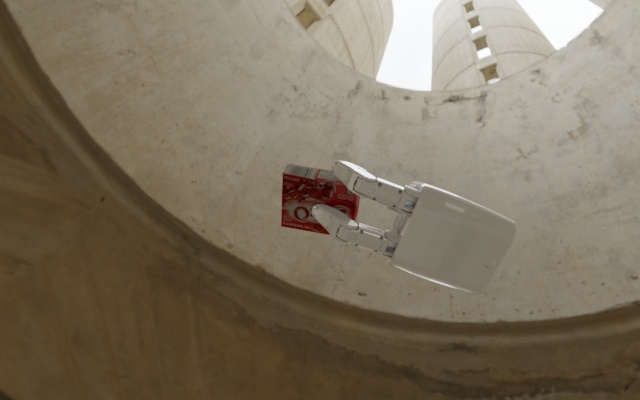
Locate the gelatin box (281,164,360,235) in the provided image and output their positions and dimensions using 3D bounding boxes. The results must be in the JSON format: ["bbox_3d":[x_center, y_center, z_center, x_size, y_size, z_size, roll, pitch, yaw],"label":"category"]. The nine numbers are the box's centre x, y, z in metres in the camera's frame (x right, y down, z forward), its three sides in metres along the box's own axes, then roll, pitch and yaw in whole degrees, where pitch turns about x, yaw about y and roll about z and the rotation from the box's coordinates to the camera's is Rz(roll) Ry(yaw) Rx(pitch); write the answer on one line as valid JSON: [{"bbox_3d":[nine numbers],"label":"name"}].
[{"bbox_3d":[0.000,0.002,0.555,0.089,0.073,0.030,10,33,9],"label":"gelatin box"}]
